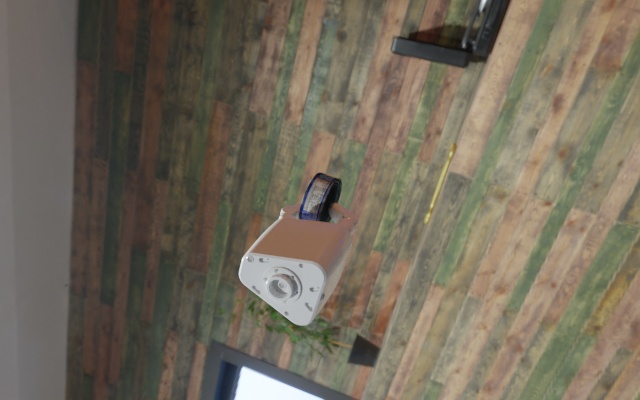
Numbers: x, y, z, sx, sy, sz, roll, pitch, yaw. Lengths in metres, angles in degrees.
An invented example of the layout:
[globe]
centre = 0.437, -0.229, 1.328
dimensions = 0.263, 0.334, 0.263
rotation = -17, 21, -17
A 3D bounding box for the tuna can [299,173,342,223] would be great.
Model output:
[tuna can]
centre = 0.000, 0.002, 0.715
dimensions = 0.034, 0.086, 0.086
rotation = 20, 5, 14
